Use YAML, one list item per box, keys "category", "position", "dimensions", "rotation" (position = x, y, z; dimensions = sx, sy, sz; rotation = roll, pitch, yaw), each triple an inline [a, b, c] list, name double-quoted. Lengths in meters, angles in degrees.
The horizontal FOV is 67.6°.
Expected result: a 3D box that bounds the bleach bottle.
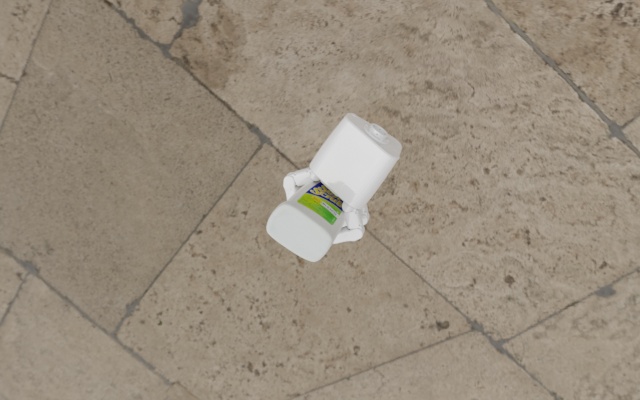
- category: "bleach bottle"
  position: [0.000, 0.003, 0.803]
  dimensions: [0.102, 0.068, 0.250]
  rotation: [35, 27, -1]
